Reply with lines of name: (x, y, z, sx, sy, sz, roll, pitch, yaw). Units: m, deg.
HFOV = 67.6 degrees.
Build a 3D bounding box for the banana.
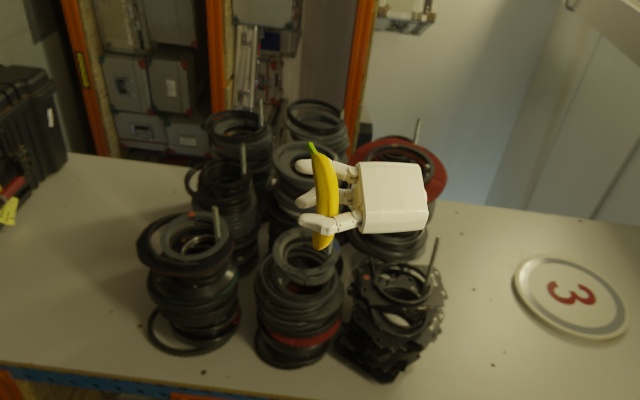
banana: (0.006, 0.007, 0.775, 0.037, 0.198, 0.069, -9, 27, -15)
